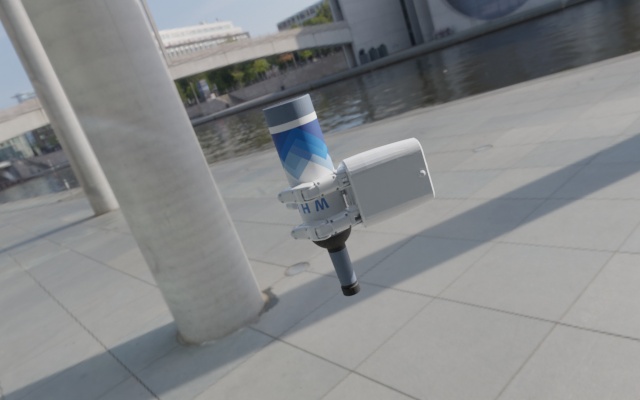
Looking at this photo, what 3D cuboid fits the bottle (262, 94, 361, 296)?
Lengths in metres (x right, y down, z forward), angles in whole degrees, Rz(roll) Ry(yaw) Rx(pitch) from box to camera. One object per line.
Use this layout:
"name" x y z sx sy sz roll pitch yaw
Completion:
"bottle" 0.000 0.002 0.677 0.069 0.296 0.069 -18 15 5
